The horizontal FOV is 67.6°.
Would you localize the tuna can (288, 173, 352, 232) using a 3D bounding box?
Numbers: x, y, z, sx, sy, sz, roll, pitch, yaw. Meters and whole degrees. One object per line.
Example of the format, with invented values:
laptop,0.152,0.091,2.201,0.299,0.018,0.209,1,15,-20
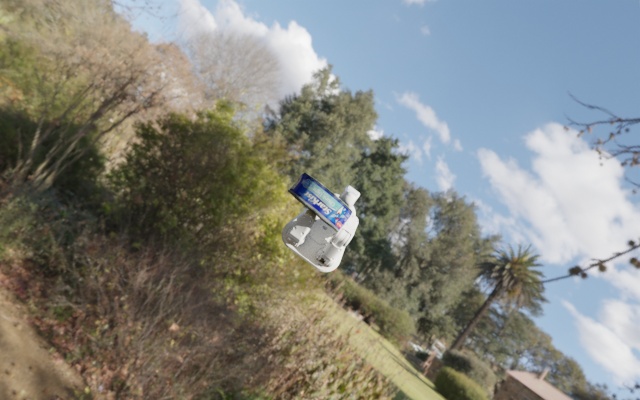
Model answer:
tuna can,0.000,0.002,0.630,0.086,0.034,0.086,39,-3,3
